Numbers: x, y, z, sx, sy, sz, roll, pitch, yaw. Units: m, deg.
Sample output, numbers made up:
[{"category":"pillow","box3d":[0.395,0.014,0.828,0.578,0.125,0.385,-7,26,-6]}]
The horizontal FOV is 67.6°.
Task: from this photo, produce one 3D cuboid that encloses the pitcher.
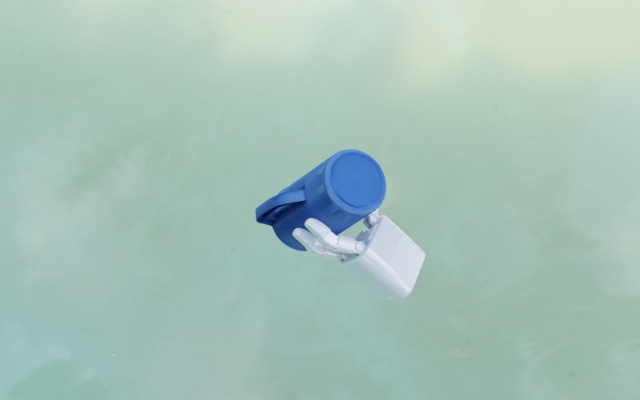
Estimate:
[{"category":"pitcher","box3d":[0.000,0.003,0.823,0.149,0.145,0.243,-50,7,-28]}]
